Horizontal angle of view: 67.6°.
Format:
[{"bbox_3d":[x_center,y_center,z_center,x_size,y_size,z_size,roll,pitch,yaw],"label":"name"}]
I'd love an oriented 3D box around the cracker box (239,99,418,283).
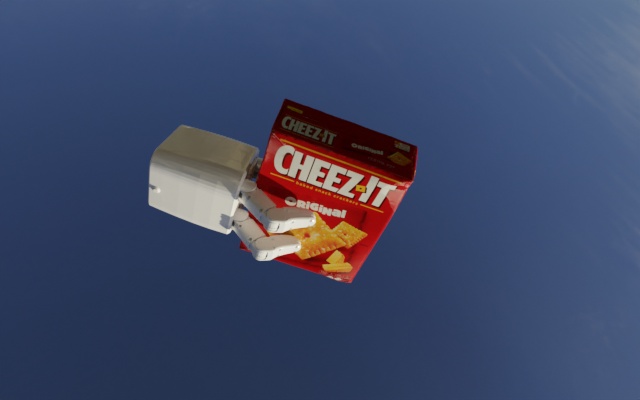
[{"bbox_3d":[0.000,0.002,0.593,0.164,0.072,0.214,19,-44,-4],"label":"cracker box"}]
